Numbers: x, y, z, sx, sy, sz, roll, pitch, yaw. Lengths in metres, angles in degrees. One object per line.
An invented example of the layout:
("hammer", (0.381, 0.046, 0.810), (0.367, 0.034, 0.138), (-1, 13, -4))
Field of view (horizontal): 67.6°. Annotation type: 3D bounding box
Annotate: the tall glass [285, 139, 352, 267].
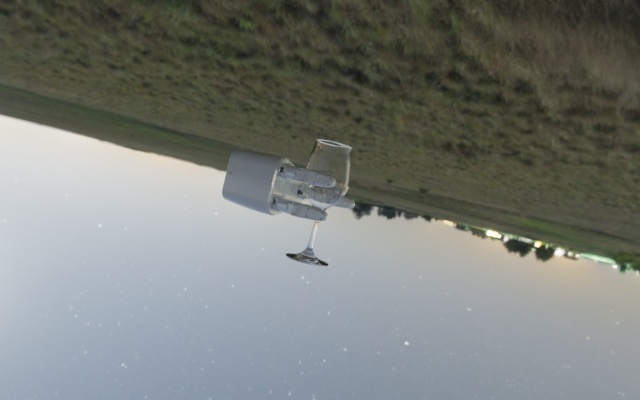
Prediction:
("tall glass", (0.000, 0.003, 0.793), (0.079, 0.201, 0.079), (14, 2, 0))
